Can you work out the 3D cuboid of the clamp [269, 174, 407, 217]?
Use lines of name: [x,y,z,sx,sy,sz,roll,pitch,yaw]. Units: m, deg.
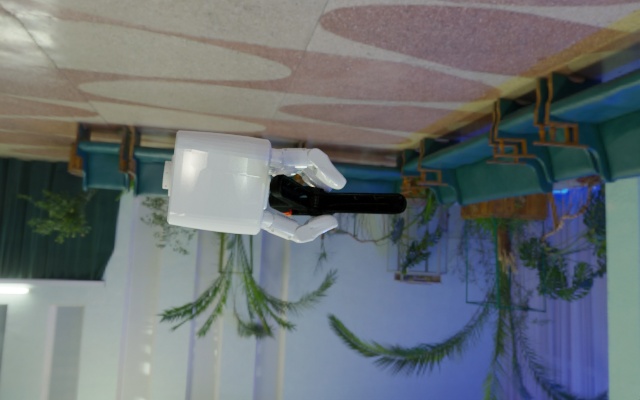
clamp: [0.000,0.003,0.611,0.164,0.036,0.210,9,-7,-15]
